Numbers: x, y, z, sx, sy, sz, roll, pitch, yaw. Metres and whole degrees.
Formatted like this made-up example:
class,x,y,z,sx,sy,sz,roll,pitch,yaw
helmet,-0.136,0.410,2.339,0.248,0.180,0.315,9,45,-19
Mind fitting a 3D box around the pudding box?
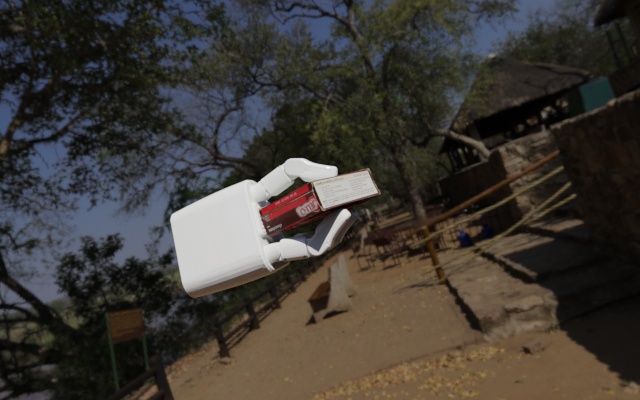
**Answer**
class,x,y,z,sx,sy,sz,roll,pitch,yaw
pudding box,0.000,0.002,0.545,0.090,0.039,0.113,-25,-4,40
